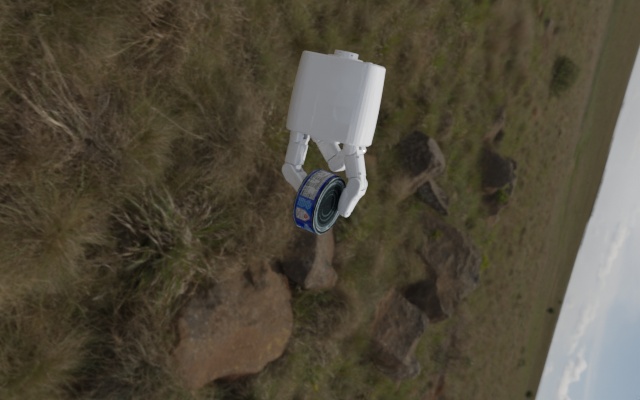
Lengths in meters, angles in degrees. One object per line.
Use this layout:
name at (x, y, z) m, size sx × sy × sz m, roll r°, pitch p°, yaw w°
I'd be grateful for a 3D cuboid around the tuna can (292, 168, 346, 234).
tuna can at (0.001, 0.002, 0.649) m, size 0.033 × 0.086 × 0.086 m, roll 22°, pitch 10°, yaw 26°
